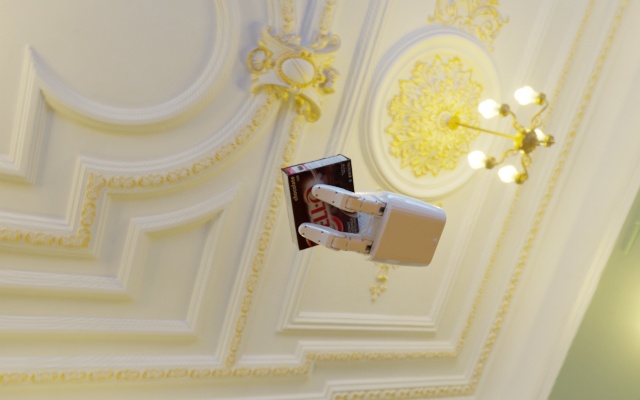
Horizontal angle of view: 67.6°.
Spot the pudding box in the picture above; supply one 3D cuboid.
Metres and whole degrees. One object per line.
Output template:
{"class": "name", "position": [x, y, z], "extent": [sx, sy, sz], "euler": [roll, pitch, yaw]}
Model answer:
{"class": "pudding box", "position": [0.000, 0.002, 0.642], "extent": [0.090, 0.113, 0.039], "euler": [-16, 23, -18]}
